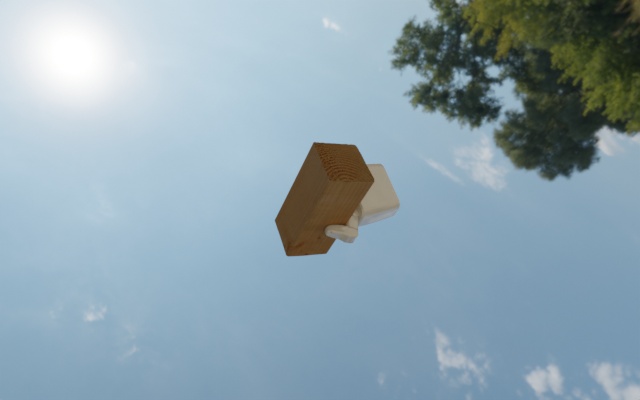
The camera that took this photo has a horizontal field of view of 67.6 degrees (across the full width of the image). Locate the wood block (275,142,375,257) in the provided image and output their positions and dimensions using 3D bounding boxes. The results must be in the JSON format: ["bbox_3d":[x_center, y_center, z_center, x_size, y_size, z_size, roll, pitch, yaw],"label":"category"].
[{"bbox_3d":[0.001,0.003,0.855,0.090,0.090,0.206,0,-41,-30],"label":"wood block"}]
